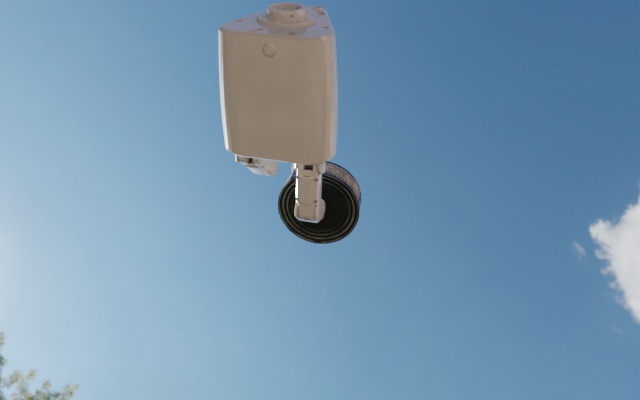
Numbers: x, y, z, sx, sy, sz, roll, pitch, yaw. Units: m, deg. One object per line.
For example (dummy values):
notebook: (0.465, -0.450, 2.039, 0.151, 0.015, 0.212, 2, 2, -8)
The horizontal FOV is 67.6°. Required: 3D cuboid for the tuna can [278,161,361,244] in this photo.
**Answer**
tuna can: (0.000, 0.001, 0.507, 0.086, 0.086, 0.033, 0, 31, 11)
